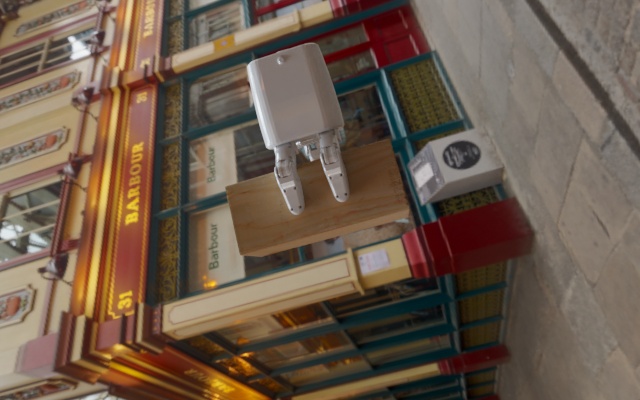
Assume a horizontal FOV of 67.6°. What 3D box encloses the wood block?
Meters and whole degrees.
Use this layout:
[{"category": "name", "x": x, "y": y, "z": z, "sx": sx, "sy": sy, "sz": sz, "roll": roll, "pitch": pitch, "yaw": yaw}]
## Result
[{"category": "wood block", "x": 0.000, "y": 0.002, "z": 0.601, "sx": 0.206, "sy": 0.090, "sz": 0.091, "roll": -16, "pitch": -9, "yaw": 8}]
